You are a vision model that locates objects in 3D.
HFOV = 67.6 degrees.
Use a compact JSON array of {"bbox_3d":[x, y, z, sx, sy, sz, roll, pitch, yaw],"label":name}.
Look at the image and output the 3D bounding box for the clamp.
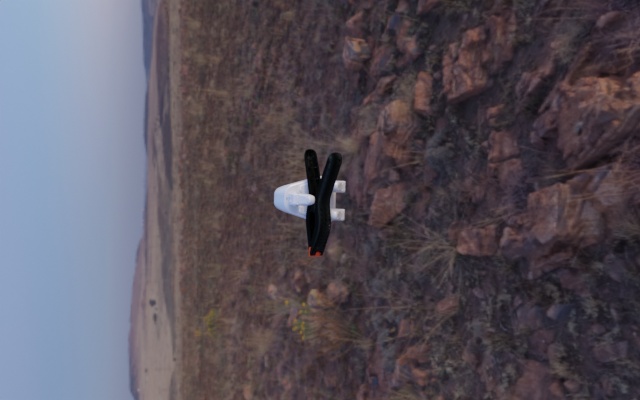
[{"bbox_3d":[-0.001,0.003,0.892,0.036,0.210,0.164,1,1,-18],"label":"clamp"}]
